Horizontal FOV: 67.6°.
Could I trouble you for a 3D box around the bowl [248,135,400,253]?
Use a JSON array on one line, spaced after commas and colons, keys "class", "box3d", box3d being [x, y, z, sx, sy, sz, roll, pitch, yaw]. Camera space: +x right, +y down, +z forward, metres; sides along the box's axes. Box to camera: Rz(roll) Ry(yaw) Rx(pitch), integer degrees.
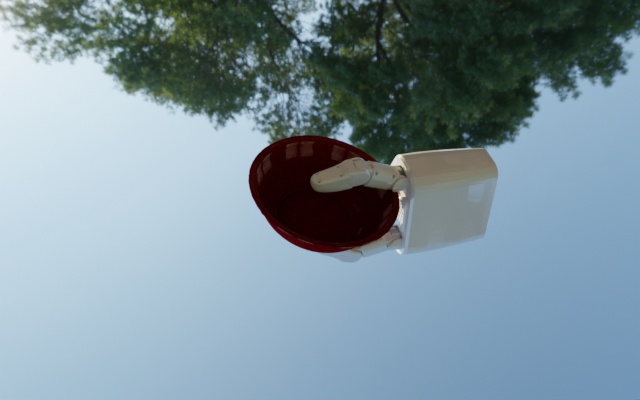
[{"class": "bowl", "box3d": [-0.001, 0.002, 0.516, 0.162, 0.162, 0.055, 0, -42, -18]}]
